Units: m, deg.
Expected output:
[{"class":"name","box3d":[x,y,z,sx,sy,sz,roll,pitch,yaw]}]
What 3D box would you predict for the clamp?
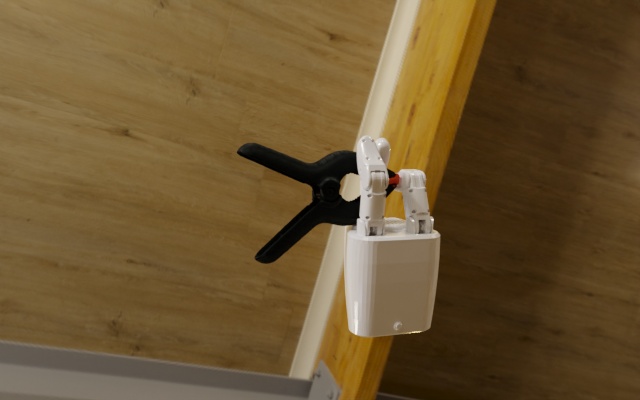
[{"class":"clamp","box3d":[0.000,0.001,0.495,0.171,0.120,0.039,-1,10,-16]}]
